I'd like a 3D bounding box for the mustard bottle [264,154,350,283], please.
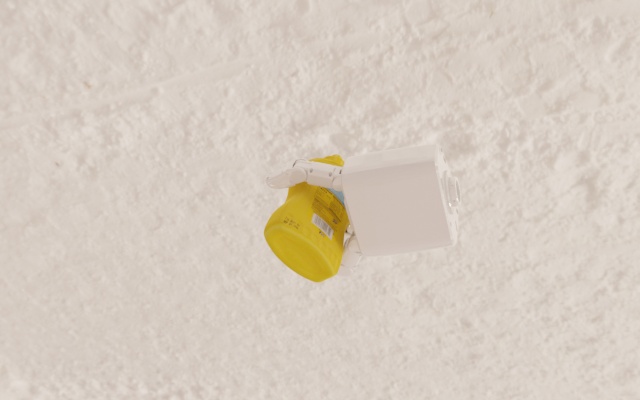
[{"bbox_3d":[0.000,0.002,0.595,0.058,0.096,0.191,-33,23,37],"label":"mustard bottle"}]
